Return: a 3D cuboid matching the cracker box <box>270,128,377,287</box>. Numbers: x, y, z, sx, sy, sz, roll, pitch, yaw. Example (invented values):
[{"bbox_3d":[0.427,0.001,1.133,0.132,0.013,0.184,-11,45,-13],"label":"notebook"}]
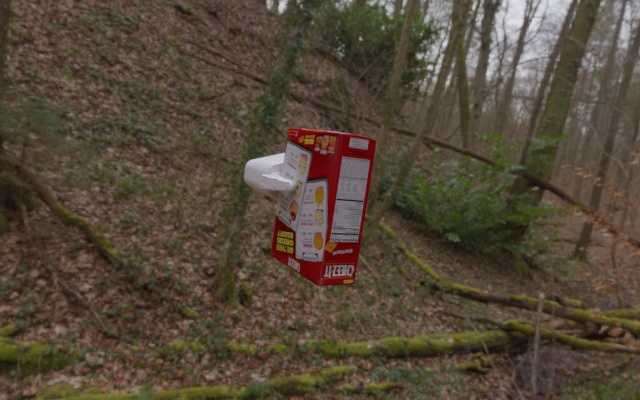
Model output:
[{"bbox_3d":[0.000,0.002,0.725,0.072,0.214,0.164,4,8,-31],"label":"cracker box"}]
